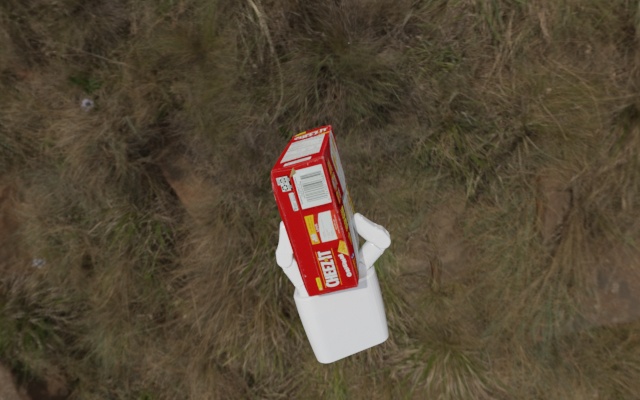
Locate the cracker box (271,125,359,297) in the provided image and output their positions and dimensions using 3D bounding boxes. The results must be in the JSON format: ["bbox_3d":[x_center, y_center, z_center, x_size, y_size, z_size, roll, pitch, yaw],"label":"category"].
[{"bbox_3d":[0.000,0.002,0.639,0.072,0.164,0.213,-14,17,8],"label":"cracker box"}]
